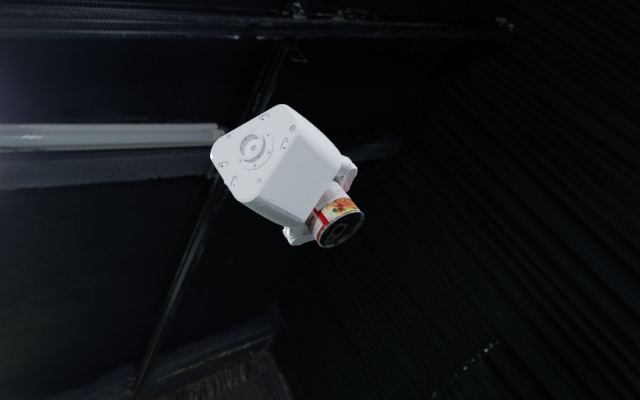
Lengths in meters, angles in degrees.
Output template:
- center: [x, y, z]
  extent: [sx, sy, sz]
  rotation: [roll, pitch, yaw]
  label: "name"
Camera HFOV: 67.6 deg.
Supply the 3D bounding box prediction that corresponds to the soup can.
- center: [0.000, 0.002, 0.625]
  extent: [0.068, 0.102, 0.069]
  rotation: [-27, -30, -17]
  label: "soup can"
